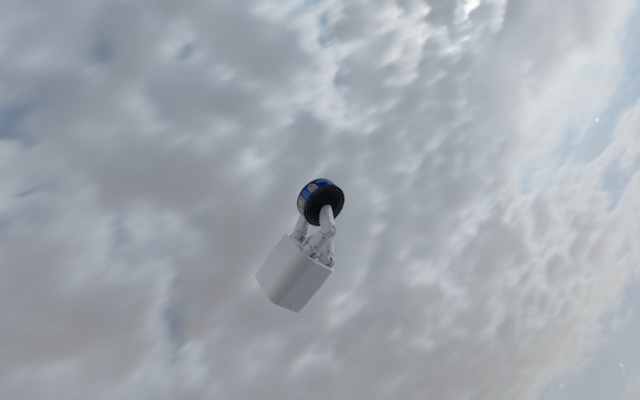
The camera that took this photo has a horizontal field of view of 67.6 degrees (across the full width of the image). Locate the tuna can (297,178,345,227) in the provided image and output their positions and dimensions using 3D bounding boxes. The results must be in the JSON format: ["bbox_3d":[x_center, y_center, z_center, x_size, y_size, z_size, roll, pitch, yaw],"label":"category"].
[{"bbox_3d":[0.000,0.003,0.878,0.086,0.086,0.033,0,29,-36],"label":"tuna can"}]
